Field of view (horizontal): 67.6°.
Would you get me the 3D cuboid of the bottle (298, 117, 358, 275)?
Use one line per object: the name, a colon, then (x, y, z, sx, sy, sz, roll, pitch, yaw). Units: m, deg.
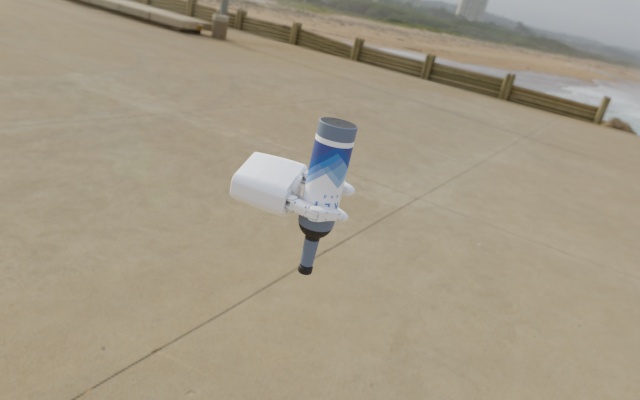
bottle: (0.000, 0.003, 0.854, 0.069, 0.296, 0.069, 11, 23, -5)
